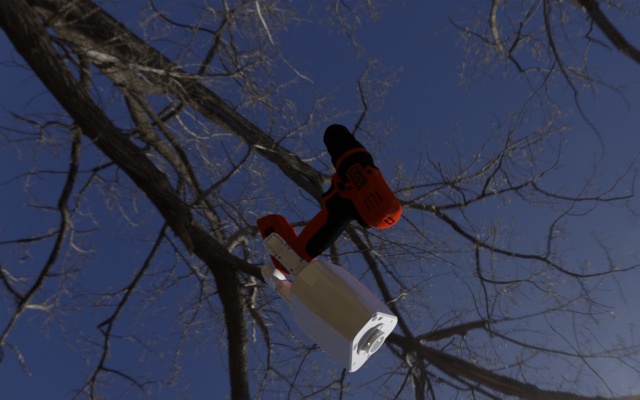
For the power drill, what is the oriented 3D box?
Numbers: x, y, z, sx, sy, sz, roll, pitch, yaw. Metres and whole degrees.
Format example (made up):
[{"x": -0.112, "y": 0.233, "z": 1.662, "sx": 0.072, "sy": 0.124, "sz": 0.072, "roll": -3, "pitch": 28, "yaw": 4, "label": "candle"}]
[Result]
[{"x": 0.000, "y": 0.003, "z": 0.656, "sx": 0.188, "sy": 0.184, "sz": 0.057, "roll": -41, "pitch": -41, "yaw": 16, "label": "power drill"}]
